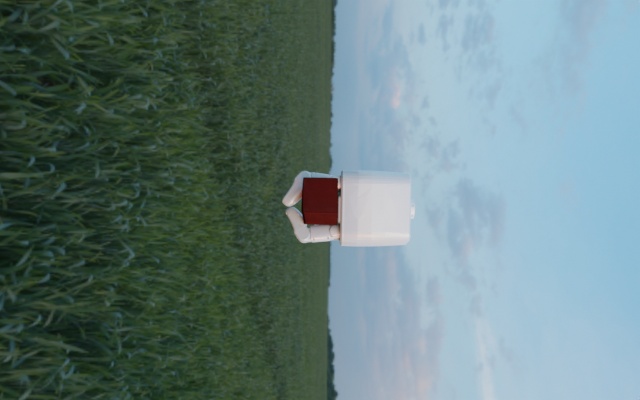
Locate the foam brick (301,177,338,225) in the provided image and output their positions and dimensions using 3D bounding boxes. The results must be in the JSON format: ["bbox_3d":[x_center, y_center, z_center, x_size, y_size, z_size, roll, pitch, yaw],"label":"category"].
[{"bbox_3d":[0.000,0.002,0.699,0.051,0.053,0.078,2,-15,1],"label":"foam brick"}]
